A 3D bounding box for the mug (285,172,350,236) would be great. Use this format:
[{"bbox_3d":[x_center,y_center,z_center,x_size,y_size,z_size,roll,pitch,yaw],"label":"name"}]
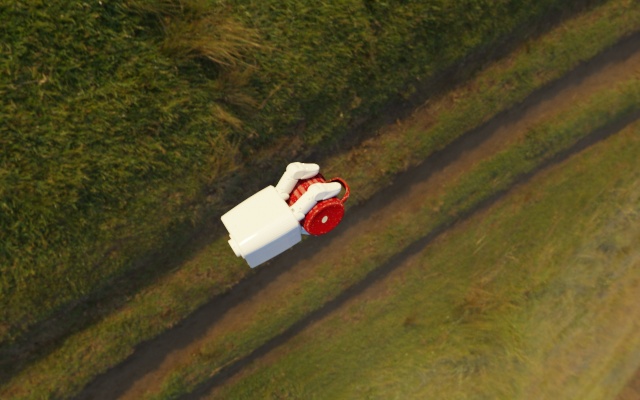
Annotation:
[{"bbox_3d":[0.001,0.002,0.862,0.117,0.081,0.093,-31,-37,-10],"label":"mug"}]
